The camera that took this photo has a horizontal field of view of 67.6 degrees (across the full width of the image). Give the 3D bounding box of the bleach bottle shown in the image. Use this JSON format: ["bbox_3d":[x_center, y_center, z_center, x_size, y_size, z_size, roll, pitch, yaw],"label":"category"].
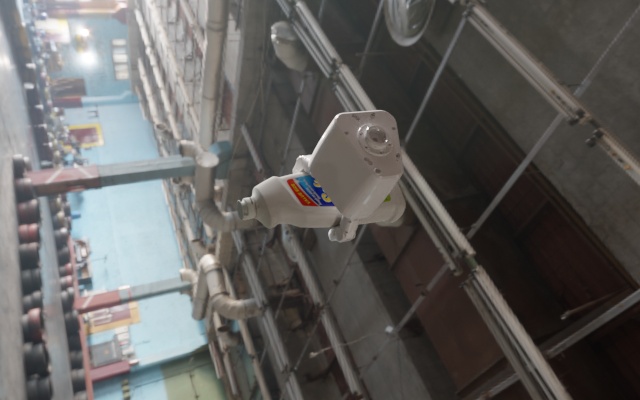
[{"bbox_3d":[0.000,0.002,0.728,0.251,0.102,0.068,-10,-26,-25],"label":"bleach bottle"}]
